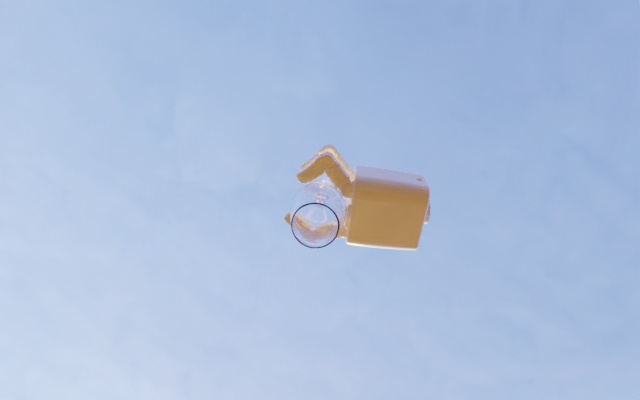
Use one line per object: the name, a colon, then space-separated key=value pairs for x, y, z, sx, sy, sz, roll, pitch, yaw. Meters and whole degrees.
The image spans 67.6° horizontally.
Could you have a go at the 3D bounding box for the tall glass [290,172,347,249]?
tall glass: x=0.000 y=0.002 z=0.694 sx=0.079 sy=0.079 sz=0.201 roll=0 pitch=18 yaw=4
